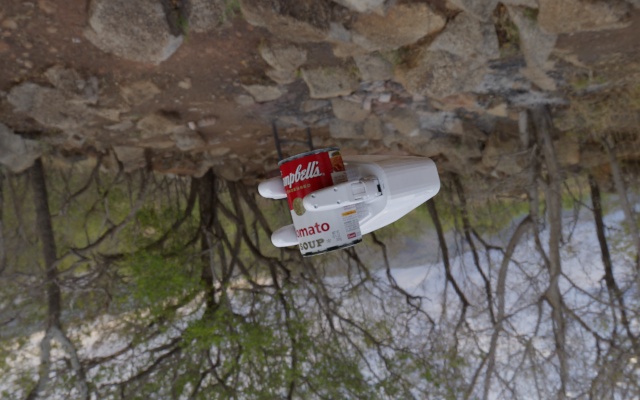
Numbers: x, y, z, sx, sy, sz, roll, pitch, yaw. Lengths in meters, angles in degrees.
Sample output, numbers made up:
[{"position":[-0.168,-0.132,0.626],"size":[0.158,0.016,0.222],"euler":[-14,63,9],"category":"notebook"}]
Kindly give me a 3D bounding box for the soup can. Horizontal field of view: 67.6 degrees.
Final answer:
[{"position":[0.000,0.002,0.504],"size":[0.068,0.102,0.068],"euler":[-14,-2,0],"category":"soup can"}]
